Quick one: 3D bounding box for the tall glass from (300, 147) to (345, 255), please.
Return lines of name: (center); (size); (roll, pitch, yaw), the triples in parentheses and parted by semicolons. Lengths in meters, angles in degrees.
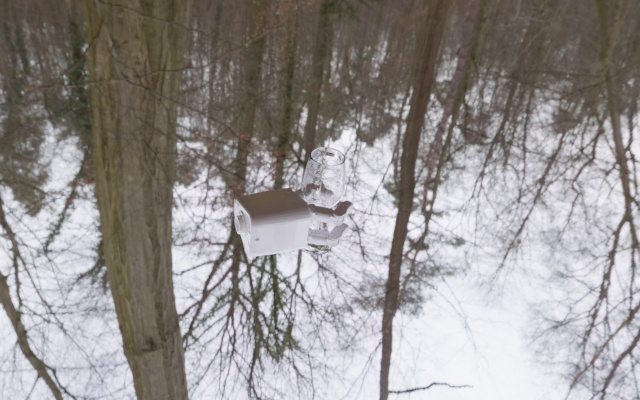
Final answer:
tall glass: (0.000, 0.003, 0.878); (0.079, 0.201, 0.079); (6, 37, -4)
